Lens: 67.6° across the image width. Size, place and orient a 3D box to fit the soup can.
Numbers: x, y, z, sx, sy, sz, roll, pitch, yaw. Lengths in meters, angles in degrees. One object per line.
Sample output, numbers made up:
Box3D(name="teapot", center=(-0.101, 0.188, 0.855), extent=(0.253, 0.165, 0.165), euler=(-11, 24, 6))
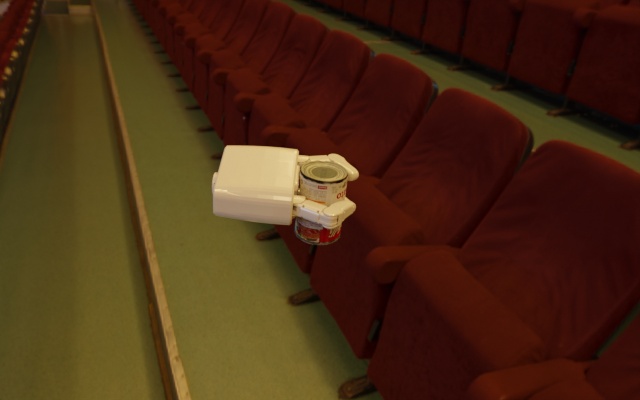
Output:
Box3D(name="soup can", center=(0.001, 0.002, 0.675), extent=(0.068, 0.102, 0.068), euler=(5, 30, -3))
